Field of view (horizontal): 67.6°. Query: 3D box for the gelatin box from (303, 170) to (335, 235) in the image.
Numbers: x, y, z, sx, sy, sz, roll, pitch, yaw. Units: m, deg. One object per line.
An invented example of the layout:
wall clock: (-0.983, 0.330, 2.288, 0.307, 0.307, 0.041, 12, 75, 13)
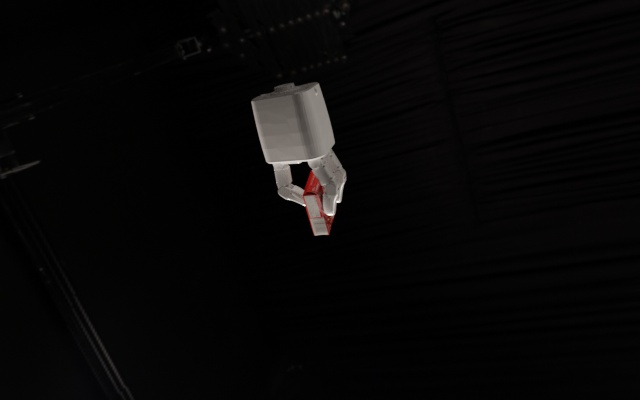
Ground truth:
gelatin box: (0.000, 0.003, 0.812, 0.030, 0.089, 0.073, -4, 35, 16)
